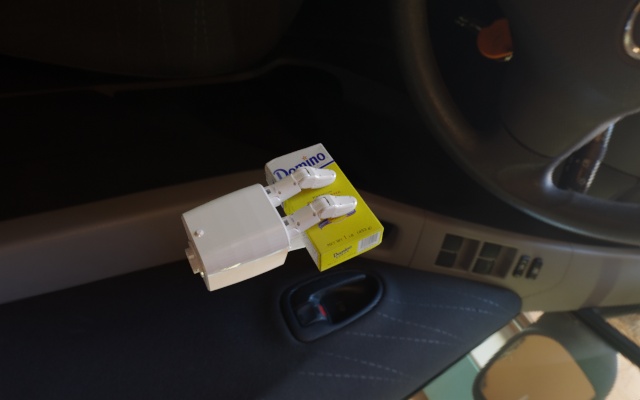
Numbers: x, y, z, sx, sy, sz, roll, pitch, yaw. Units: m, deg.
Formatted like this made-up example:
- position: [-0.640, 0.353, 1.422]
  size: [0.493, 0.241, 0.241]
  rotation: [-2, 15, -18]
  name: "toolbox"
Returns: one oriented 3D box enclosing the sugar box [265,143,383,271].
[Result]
- position: [0.000, 0.002, 0.648]
  size: [0.093, 0.176, 0.048]
  rotation: [-22, -34, -18]
  name: "sugar box"
